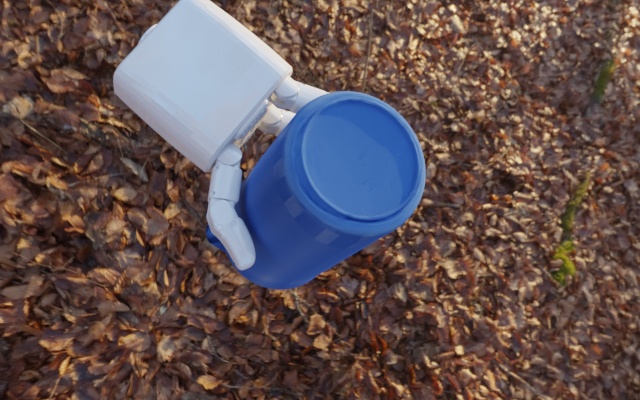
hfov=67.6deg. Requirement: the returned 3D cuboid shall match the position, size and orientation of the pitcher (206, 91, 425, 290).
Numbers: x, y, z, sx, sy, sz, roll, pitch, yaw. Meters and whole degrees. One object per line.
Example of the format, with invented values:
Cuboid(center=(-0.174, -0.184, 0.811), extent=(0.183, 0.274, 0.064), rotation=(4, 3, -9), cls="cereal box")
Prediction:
Cuboid(center=(0.000, 0.001, 0.437), extent=(0.145, 0.149, 0.243), rotation=(41, -24, -5), cls="pitcher")
